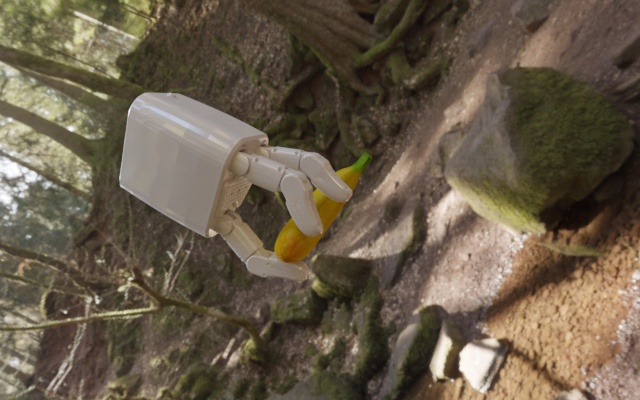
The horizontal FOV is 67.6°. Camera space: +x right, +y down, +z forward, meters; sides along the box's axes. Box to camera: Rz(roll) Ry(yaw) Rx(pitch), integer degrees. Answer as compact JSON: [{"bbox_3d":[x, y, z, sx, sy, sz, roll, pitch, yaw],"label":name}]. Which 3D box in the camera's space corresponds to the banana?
[{"bbox_3d":[-0.004,0.013,0.500,0.037,0.070,0.197,31,41,7],"label":"banana"}]
